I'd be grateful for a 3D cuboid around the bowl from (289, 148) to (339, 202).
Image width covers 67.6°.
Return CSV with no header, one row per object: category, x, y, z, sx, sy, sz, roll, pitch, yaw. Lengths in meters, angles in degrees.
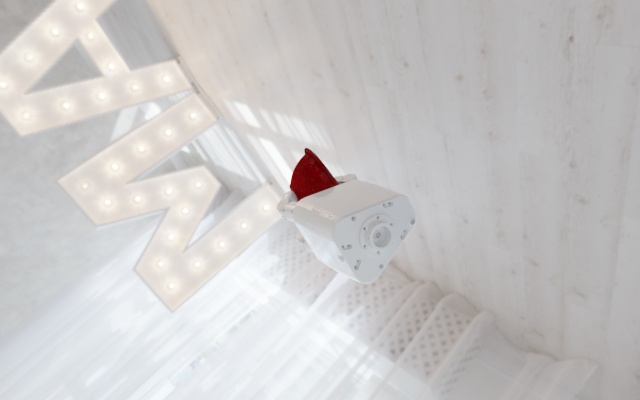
bowl,0.000,0.003,0.721,0.055,0.162,0.162,-33,3,-5
